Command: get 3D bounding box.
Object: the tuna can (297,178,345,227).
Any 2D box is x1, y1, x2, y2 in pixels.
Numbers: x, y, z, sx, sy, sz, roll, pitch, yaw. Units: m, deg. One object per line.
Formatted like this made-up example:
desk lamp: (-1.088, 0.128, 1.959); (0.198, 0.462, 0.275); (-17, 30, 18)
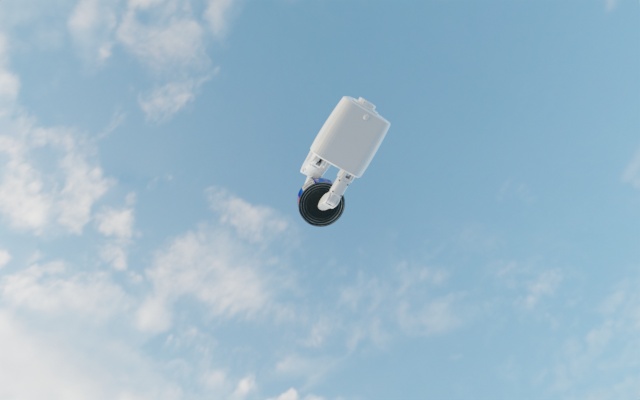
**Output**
tuna can: (0.000, 0.003, 0.879); (0.086, 0.086, 0.033); (0, 19, -9)
